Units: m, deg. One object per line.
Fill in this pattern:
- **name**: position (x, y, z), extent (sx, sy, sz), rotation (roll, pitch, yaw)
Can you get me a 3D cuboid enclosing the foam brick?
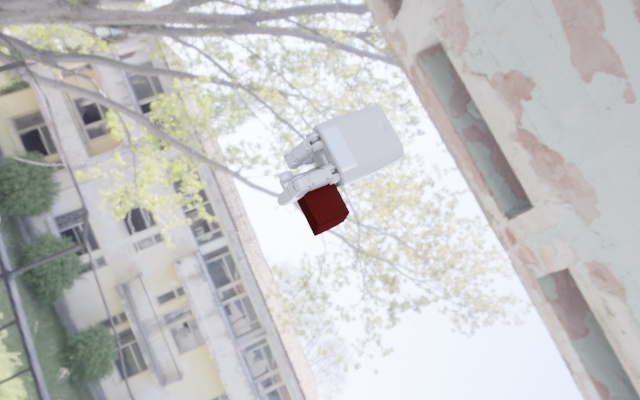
- **foam brick**: position (0.000, 0.003, 0.694), extent (0.051, 0.078, 0.053), rotation (-23, -14, -16)
